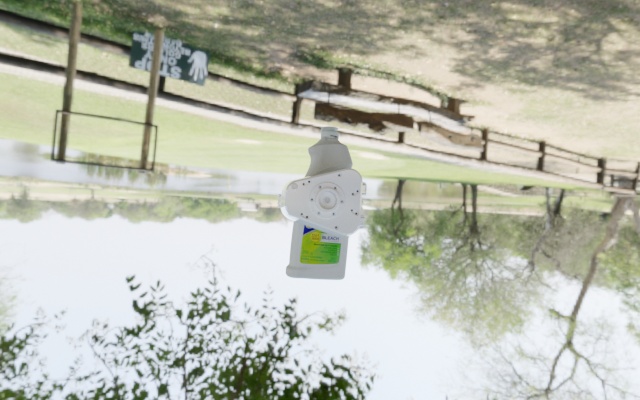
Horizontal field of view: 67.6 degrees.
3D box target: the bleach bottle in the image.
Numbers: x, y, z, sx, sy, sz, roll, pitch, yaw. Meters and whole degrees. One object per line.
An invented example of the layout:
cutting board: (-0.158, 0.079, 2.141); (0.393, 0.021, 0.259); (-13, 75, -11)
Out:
bleach bottle: (0.000, 0.003, 0.797); (0.102, 0.251, 0.068); (4, -2, -8)
